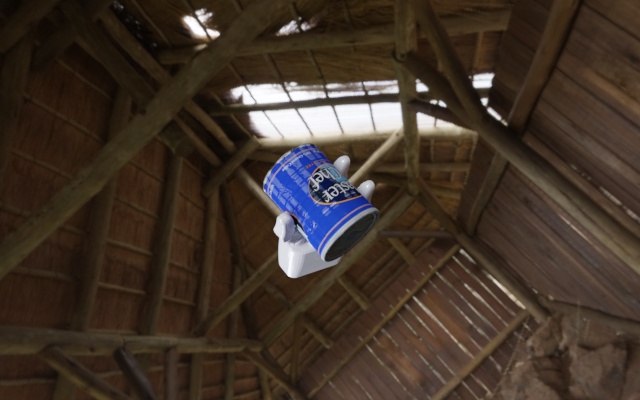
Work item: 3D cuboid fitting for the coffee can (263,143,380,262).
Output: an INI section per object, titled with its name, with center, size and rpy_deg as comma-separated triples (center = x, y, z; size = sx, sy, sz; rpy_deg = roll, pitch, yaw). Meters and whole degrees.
[coffee can]
center = 0.000, 0.002, 0.683
size = 0.140, 0.103, 0.103
rpy_deg = 48, 20, 20
